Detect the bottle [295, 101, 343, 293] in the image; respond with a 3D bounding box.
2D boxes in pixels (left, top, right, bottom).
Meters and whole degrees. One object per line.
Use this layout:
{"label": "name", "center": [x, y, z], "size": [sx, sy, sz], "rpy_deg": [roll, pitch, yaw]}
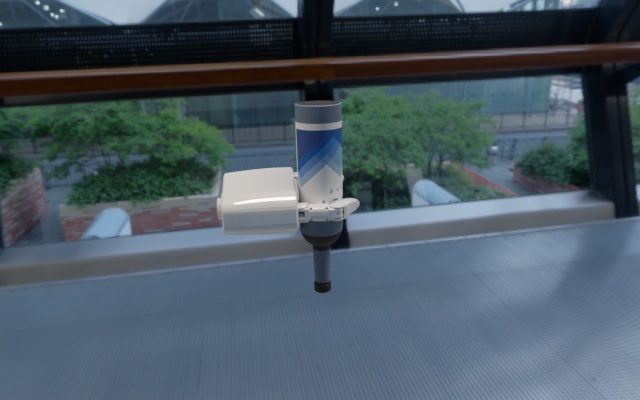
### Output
{"label": "bottle", "center": [0.000, 0.002, 0.720], "size": [0.069, 0.296, 0.069], "rpy_deg": [-1, 18, 0]}
